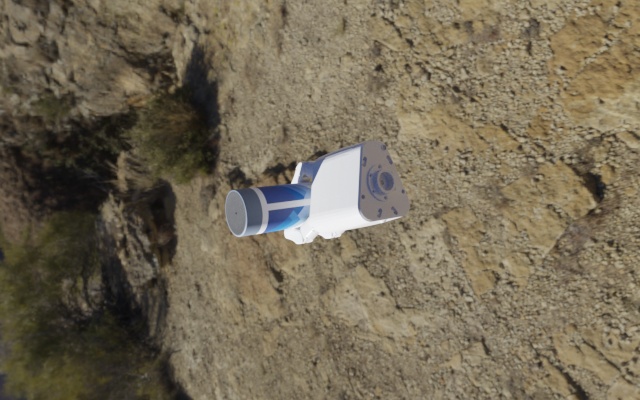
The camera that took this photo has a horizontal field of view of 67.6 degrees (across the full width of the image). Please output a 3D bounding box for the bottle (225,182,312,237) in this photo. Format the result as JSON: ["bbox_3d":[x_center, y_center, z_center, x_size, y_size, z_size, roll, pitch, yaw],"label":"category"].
[{"bbox_3d":[0.000,0.002,0.749,0.295,0.069,0.069,-7,4,-36],"label":"bottle"}]
